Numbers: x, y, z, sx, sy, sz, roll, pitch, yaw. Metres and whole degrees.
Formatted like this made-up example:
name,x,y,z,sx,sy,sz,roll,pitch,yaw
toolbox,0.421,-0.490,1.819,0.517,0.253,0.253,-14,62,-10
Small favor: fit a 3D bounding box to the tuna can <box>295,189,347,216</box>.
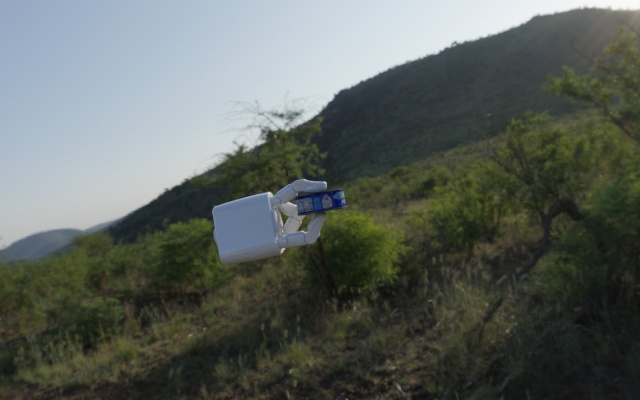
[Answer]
name,x,y,z,sx,sy,sz,roll,pitch,yaw
tuna can,0.000,0.002,0.824,0.086,0.034,0.086,-10,1,0
